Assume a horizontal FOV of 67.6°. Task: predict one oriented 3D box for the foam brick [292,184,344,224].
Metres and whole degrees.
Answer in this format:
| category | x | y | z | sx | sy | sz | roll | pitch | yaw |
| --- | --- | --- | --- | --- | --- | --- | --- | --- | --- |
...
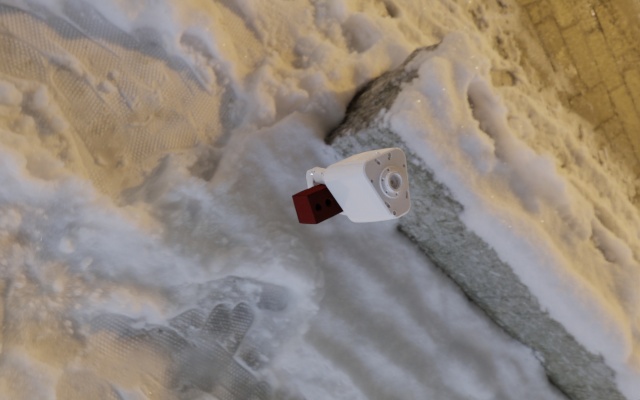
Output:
| category | x | y | z | sx | sy | sz | roll | pitch | yaw |
| --- | --- | --- | --- | --- | --- | --- | --- | --- | --- |
| foam brick | 0.000 | 0.003 | 0.823 | 0.078 | 0.053 | 0.051 | -25 | 15 | -32 |
